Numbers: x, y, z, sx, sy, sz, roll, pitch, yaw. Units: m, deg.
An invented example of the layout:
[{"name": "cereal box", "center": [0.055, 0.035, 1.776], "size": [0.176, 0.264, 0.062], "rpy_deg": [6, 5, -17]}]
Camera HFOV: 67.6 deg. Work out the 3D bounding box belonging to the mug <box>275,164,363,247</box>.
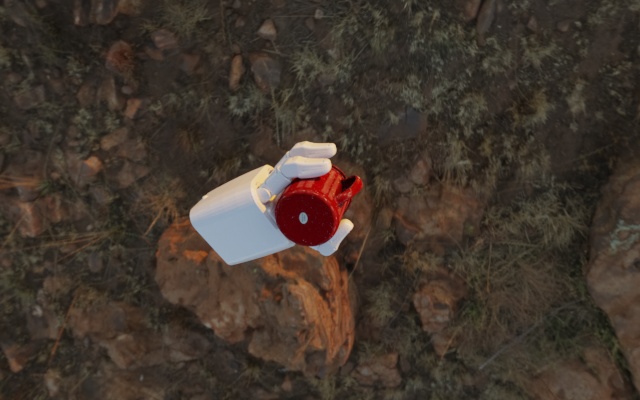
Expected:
[{"name": "mug", "center": [0.001, 0.002, 0.608], "size": [0.117, 0.093, 0.081], "rpy_deg": [-22, 19, 21]}]
